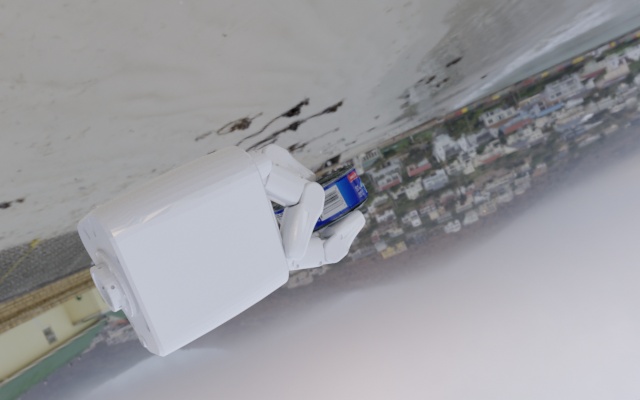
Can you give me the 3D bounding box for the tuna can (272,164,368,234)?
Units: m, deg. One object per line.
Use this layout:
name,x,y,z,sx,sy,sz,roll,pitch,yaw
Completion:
tuna can,0.000,0.002,0.439,0.086,0.034,0.086,-29,6,3
